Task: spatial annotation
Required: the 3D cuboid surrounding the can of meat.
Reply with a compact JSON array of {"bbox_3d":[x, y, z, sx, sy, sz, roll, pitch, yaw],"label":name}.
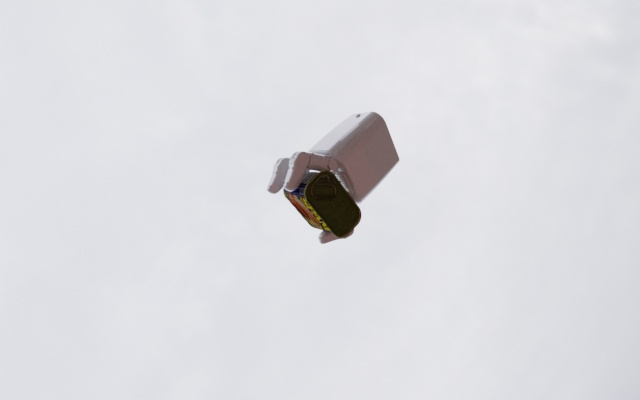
[{"bbox_3d":[0.000,0.002,0.719,0.057,0.102,0.084,-46,24,-17],"label":"can of meat"}]
